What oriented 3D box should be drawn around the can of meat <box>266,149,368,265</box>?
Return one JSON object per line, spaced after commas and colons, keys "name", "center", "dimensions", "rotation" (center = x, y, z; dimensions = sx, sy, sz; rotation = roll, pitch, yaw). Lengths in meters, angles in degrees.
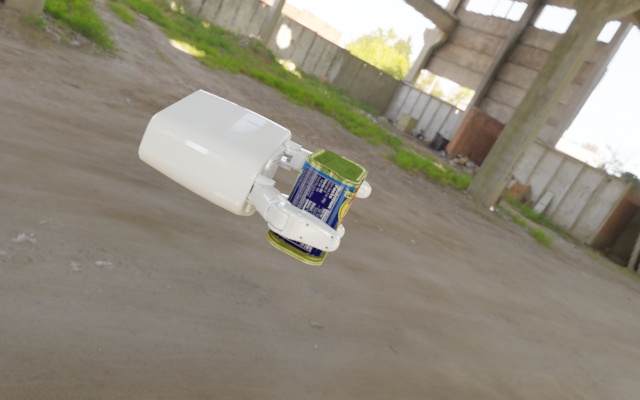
{"name": "can of meat", "center": [0.000, 0.001, 0.451], "dimensions": [0.057, 0.084, 0.102], "rotation": [28, 15, 4]}
